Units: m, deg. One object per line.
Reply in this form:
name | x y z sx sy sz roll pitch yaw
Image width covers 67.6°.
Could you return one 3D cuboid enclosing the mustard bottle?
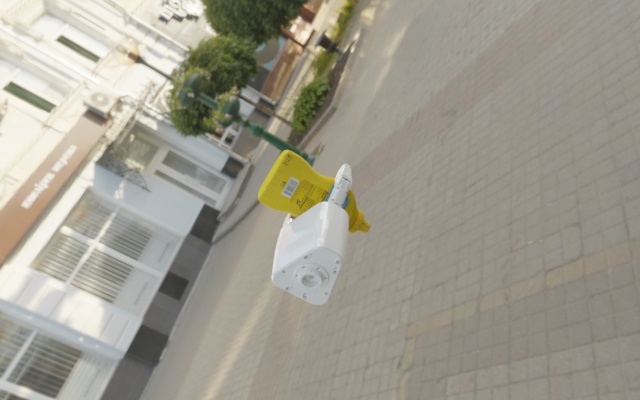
mustard bottle | 0.000 0.002 0.792 0.191 0.096 0.058 30 7 -14
